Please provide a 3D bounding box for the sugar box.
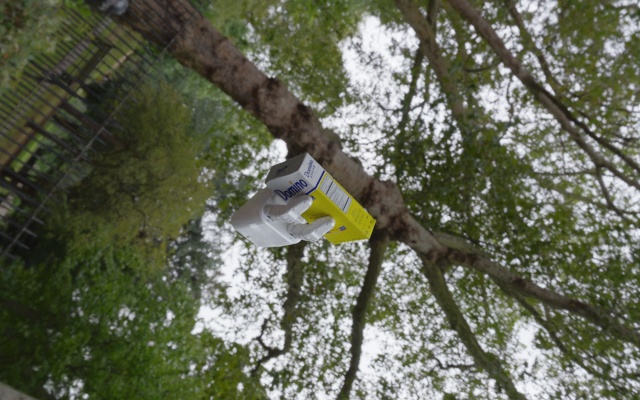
[{"bbox_3d":[0.000,0.003,0.781,0.176,0.048,0.093,40,-34,-27],"label":"sugar box"}]
